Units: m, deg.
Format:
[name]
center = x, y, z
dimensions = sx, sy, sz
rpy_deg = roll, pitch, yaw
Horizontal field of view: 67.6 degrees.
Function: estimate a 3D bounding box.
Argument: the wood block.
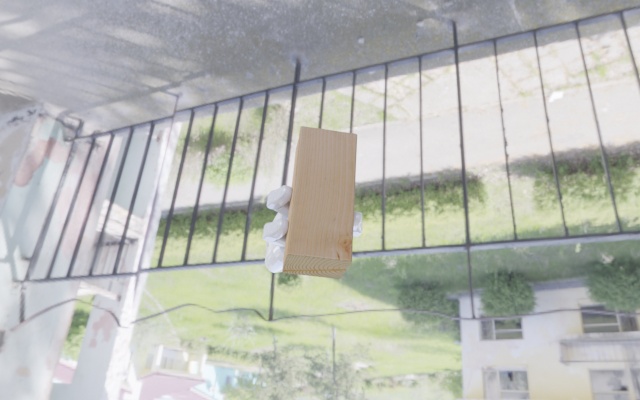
[wood block]
center = 0.000, 0.003, 0.719
dimensions = 0.091, 0.206, 0.090
rpy_deg = 7, -26, -6
